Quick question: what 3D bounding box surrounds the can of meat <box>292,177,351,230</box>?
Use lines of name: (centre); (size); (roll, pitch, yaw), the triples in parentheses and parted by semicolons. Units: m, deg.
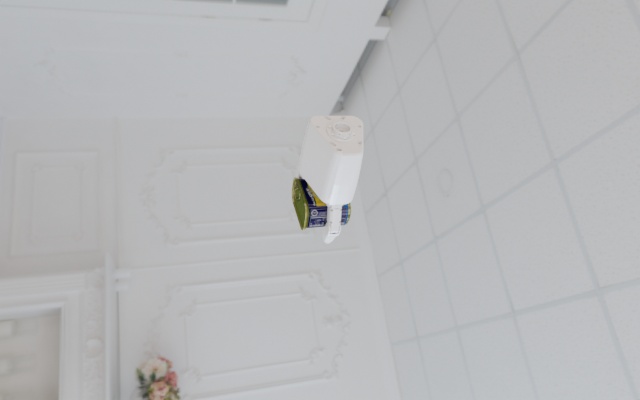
can of meat: (0.000, 0.003, 0.859); (0.084, 0.057, 0.102); (-3, 41, -16)
